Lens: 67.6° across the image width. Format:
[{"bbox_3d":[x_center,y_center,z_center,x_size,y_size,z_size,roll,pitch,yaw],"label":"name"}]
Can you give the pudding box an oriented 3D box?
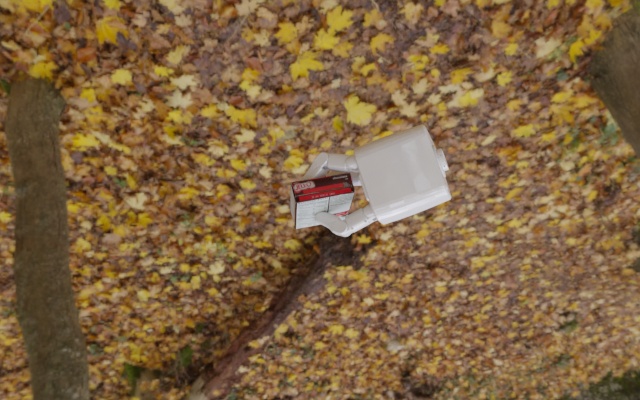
[{"bbox_3d":[0.000,0.003,0.732,0.090,0.039,0.113,-9,-25,-8],"label":"pudding box"}]
